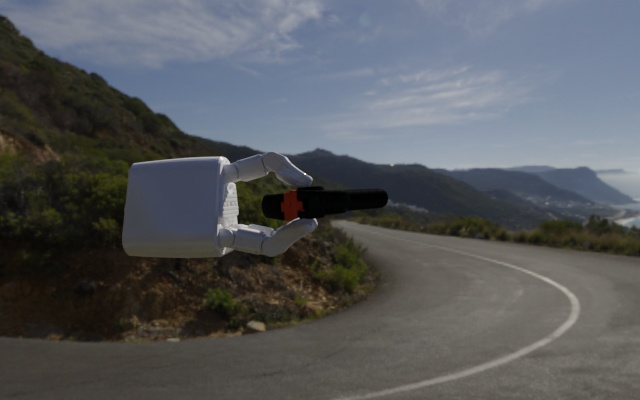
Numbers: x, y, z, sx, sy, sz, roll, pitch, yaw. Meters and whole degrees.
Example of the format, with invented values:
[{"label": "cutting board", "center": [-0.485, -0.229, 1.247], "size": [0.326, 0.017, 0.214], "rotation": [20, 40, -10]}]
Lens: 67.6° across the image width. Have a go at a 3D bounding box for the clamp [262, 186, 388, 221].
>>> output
[{"label": "clamp", "center": [0.000, 0.001, 0.542], "size": [0.164, 0.036, 0.210], "rotation": [-4, 0, 4]}]
